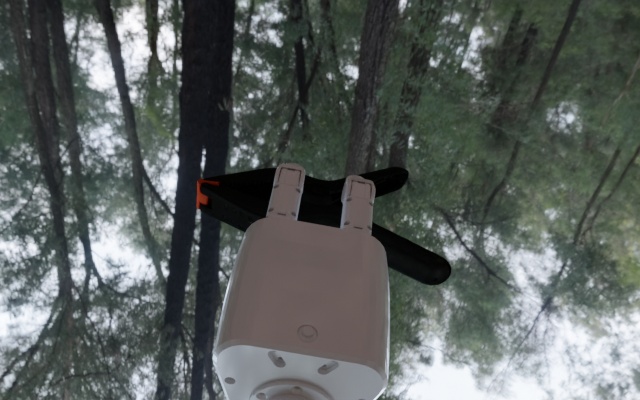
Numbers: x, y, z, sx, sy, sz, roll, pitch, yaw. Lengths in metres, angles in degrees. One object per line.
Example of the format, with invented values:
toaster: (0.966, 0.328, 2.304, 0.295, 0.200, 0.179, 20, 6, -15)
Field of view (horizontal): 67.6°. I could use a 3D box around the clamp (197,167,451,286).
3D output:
clamp: (-0.001, 0.002, 0.425, 0.210, 0.036, 0.164, 10, 30, -2)
